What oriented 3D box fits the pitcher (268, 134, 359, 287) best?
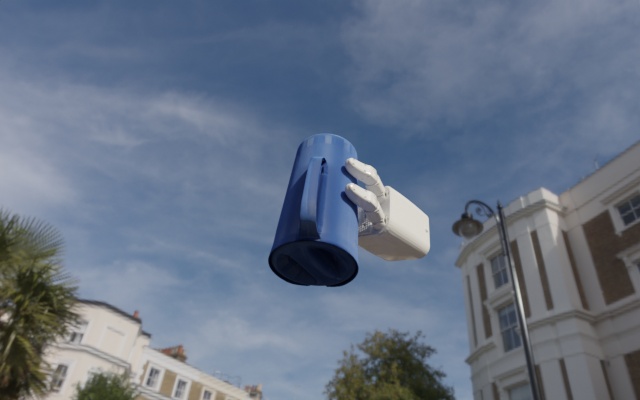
[{"bbox_3d":[0.000,0.003,0.761,0.145,0.242,0.149,30,-44,-26],"label":"pitcher"}]
